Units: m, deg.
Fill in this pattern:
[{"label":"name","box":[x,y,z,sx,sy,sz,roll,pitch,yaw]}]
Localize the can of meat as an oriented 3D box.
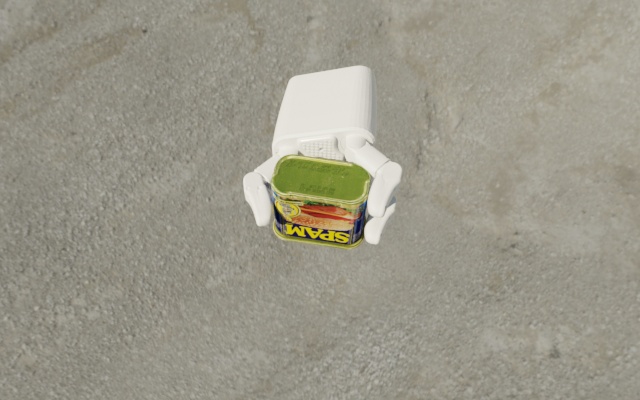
[{"label":"can of meat","box":[0.000,0.001,0.498,0.102,0.057,0.084,8,-35,5]}]
